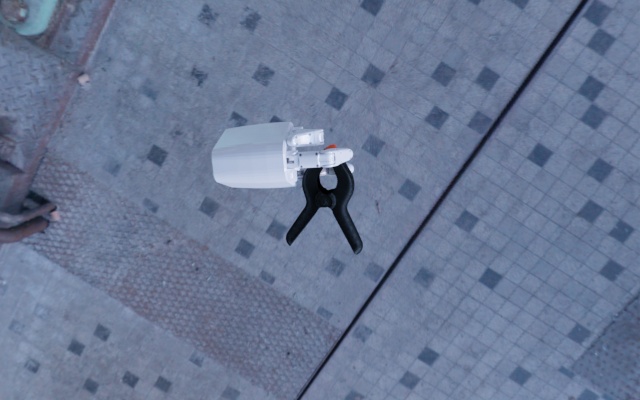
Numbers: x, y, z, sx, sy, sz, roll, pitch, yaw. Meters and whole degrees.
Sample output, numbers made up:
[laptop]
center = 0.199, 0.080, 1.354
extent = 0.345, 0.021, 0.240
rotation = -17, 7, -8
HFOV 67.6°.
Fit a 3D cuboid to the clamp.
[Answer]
[clamp]
center = 0.000, 0.002, 0.725
extent = 0.120, 0.171, 0.039
rotation = -3, 13, 5
